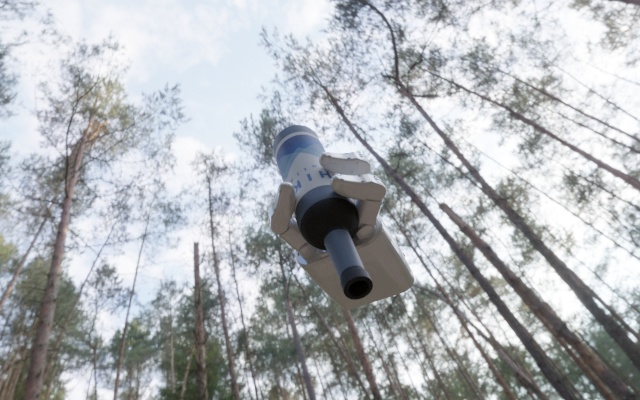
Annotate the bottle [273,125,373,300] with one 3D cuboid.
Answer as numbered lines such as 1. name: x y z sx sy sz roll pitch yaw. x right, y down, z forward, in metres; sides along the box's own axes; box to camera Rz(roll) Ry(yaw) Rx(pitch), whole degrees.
1. bottle: 0.000 0.002 0.546 0.069 0.069 0.295 0 32 -16
